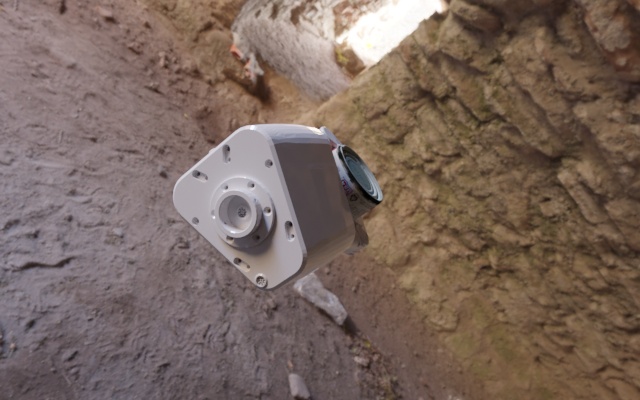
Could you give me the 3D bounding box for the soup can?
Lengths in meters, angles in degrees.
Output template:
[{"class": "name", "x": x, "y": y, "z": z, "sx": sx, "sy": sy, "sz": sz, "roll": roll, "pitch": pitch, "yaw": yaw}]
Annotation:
[{"class": "soup can", "x": 0.001, "y": 0.001, "z": 0.461, "sx": 0.102, "sy": 0.068, "sz": 0.068, "roll": -35, "pitch": -14, "yaw": 20}]
